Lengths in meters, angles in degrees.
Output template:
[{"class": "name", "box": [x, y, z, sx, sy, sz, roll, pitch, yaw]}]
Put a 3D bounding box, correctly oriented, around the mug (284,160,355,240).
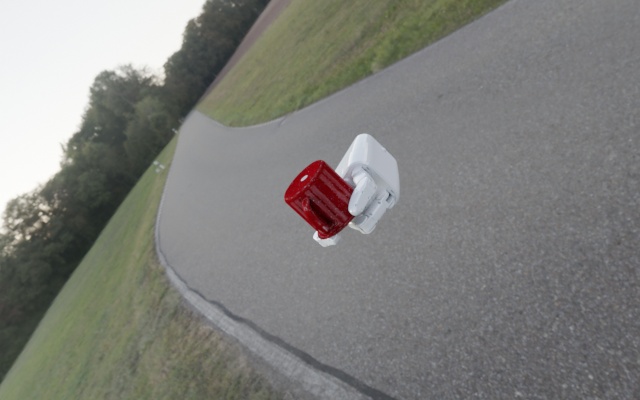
[{"class": "mug", "box": [0.000, 0.003, 0.680, 0.093, 0.081, 0.117, -37, 20, 28]}]
